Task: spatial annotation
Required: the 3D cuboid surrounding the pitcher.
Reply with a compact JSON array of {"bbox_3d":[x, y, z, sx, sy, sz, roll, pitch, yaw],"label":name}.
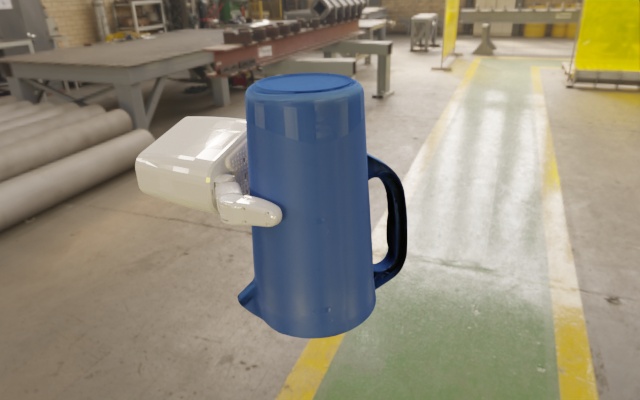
[{"bbox_3d":[0.000,0.002,0.481,0.145,0.243,0.149,11,28,27],"label":"pitcher"}]
